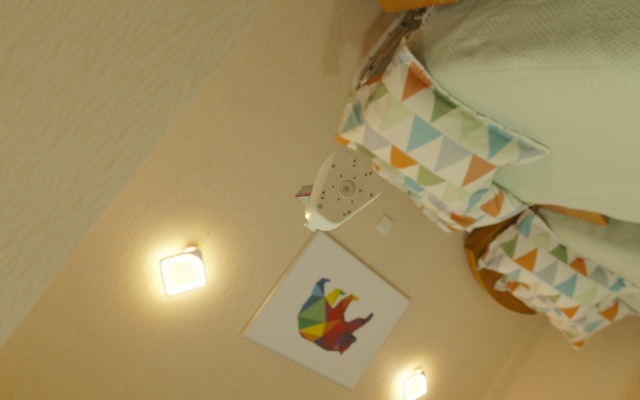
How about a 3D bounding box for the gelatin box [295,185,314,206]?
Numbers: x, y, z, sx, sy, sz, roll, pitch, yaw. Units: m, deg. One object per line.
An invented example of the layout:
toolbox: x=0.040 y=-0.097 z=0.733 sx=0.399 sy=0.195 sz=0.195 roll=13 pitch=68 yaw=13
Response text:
gelatin box: x=0.000 y=0.003 z=0.886 sx=0.073 sy=0.030 sz=0.089 roll=40 pitch=-15 yaw=-15
